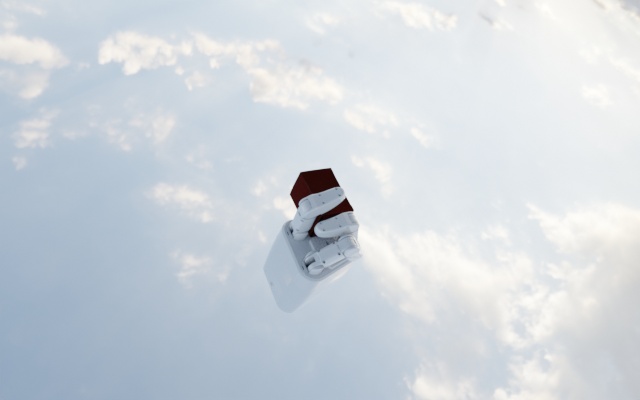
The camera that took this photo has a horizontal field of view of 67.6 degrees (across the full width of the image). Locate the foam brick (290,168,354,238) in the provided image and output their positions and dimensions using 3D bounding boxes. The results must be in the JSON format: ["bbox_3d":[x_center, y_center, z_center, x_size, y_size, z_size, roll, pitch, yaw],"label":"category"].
[{"bbox_3d":[0.000,0.002,0.658,0.053,0.078,0.051,-8,-33,-31],"label":"foam brick"}]
